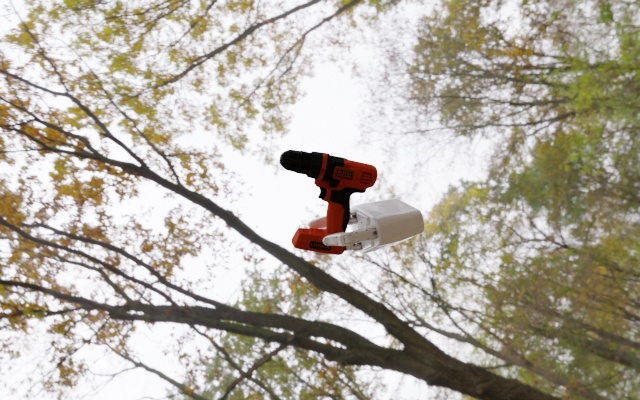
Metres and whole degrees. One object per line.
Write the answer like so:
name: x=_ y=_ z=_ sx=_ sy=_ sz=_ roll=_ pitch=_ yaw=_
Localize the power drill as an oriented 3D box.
power drill: x=0.000 y=0.003 z=0.896 sx=0.184 sy=0.188 sz=0.057 roll=11 pitch=19 yaw=-9
